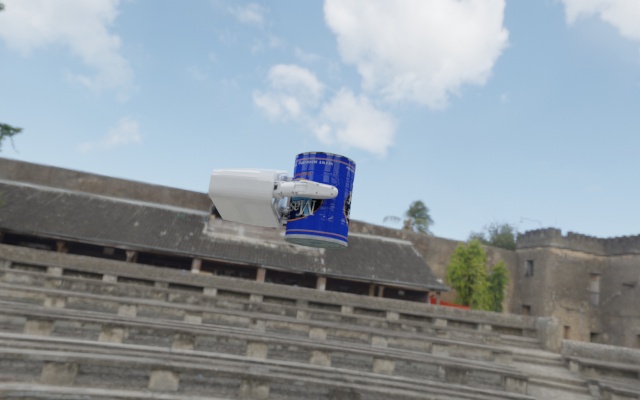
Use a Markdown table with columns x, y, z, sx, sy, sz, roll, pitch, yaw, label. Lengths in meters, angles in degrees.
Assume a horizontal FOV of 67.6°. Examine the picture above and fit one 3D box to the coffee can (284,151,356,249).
| x | y | z | sx | sy | sz | roll | pitch | yaw | label |
| --- | --- | --- | --- | --- | --- | --- | --- | --- | --- |
| 0.000 | 0.003 | 0.781 | 0.103 | 0.140 | 0.103 | 7 | -12 | 1 | coffee can |
